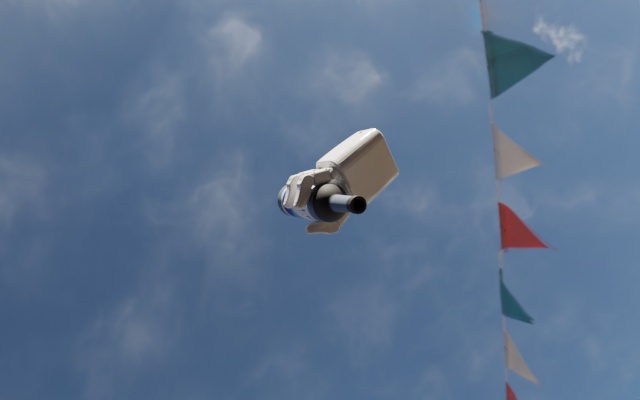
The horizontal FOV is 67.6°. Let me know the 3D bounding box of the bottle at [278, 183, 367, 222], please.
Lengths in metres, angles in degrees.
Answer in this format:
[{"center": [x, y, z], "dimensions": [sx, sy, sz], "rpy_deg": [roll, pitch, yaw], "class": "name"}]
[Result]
[{"center": [0.000, 0.003, 0.834], "dimensions": [0.069, 0.069, 0.295], "rpy_deg": [0, 1, -22], "class": "bottle"}]
